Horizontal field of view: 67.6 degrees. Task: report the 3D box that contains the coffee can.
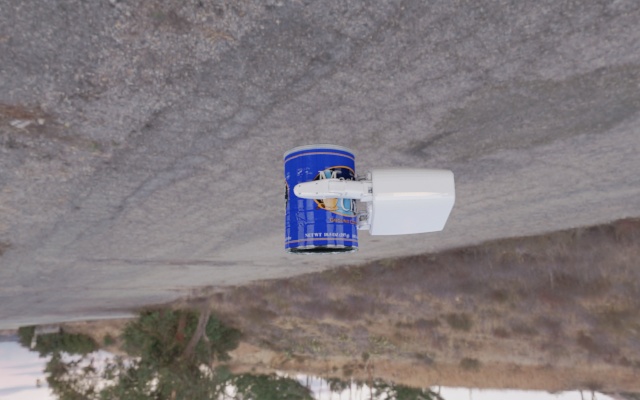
[{"bbox_3d":[0.000,0.002,0.673,0.103,0.140,0.103,-1,-11,0],"label":"coffee can"}]
